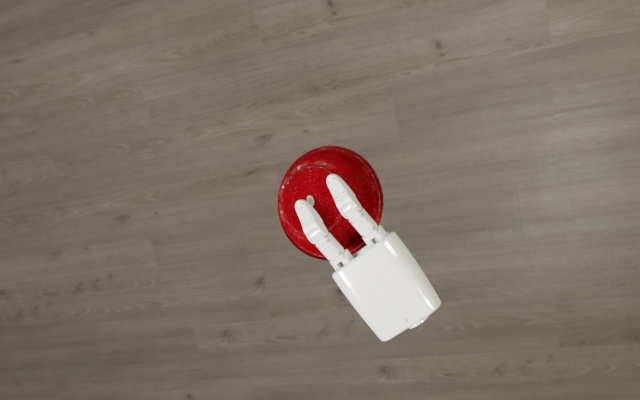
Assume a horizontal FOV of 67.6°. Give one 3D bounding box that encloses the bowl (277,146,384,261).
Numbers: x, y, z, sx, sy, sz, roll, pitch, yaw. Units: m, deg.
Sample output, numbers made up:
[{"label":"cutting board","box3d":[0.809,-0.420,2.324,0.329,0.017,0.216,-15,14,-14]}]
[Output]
[{"label":"bowl","box3d":[-0.001,0.001,0.647,0.162,0.162,0.055,0,-3,25]}]
